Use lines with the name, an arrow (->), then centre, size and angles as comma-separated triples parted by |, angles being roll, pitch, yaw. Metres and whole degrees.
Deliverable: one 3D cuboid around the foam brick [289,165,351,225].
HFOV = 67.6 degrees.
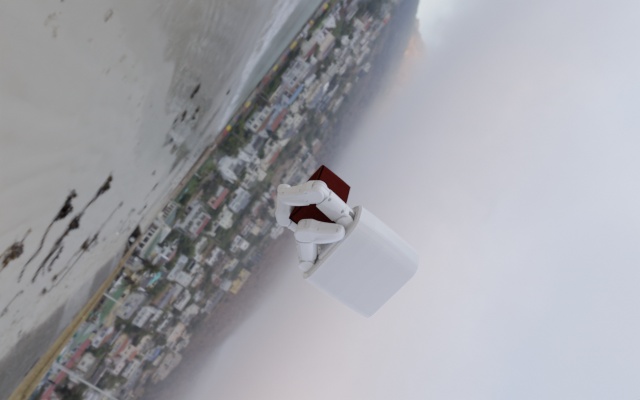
foam brick -> 0.000, 0.002, 0.637 | 0.051, 0.078, 0.053 | 36, -54, -13
